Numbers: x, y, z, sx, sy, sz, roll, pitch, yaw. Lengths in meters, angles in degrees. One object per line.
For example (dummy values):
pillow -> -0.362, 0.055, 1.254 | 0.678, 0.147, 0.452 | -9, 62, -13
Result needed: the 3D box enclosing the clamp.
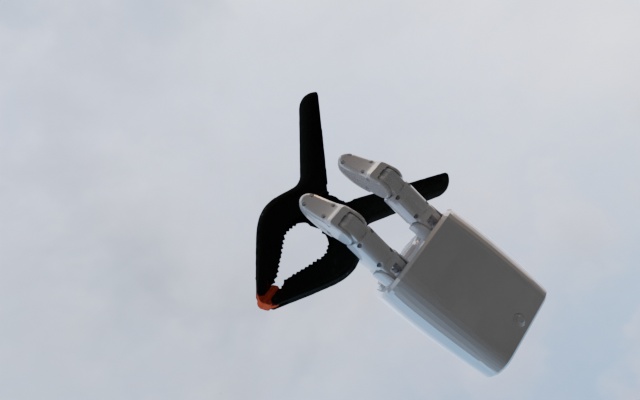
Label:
clamp -> 0.000, 0.002, 0.432 | 0.164, 0.210, 0.036 | 39, -24, 8
